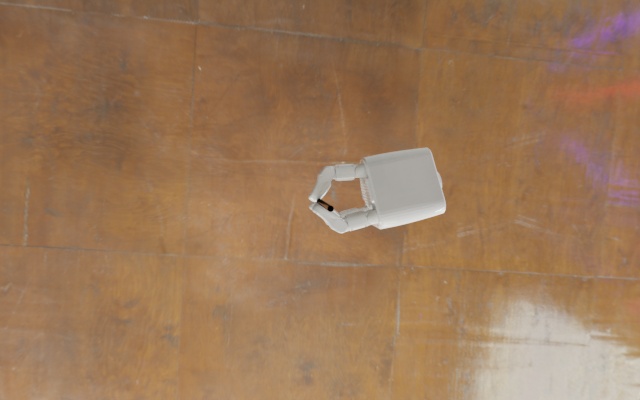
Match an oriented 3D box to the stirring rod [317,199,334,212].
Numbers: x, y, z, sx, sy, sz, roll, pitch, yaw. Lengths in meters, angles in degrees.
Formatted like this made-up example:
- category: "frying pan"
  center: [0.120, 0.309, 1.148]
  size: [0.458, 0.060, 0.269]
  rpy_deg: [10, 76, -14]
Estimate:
- category: "stirring rod"
  center: [0.000, 0.002, 0.710]
  size: [0.011, 0.011, 0.239]
  rpy_deg: [0, 4, -6]
